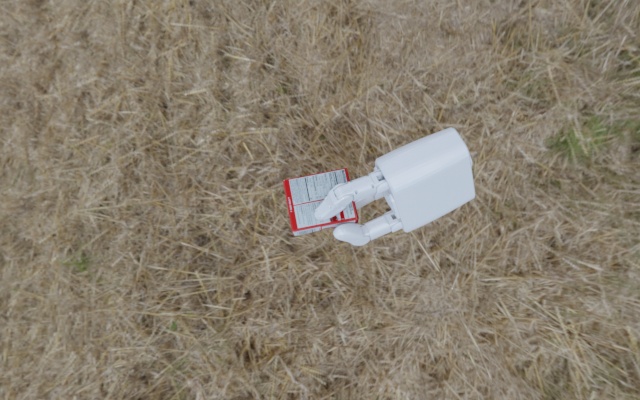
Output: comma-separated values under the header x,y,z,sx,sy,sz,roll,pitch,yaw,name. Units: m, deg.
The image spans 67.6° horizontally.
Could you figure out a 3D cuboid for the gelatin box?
x,y,z,sx,sy,sz,roll,pitch,yaw,name
0.000,0.002,0.634,0.089,0.073,0.030,-11,-17,-2,gelatin box
